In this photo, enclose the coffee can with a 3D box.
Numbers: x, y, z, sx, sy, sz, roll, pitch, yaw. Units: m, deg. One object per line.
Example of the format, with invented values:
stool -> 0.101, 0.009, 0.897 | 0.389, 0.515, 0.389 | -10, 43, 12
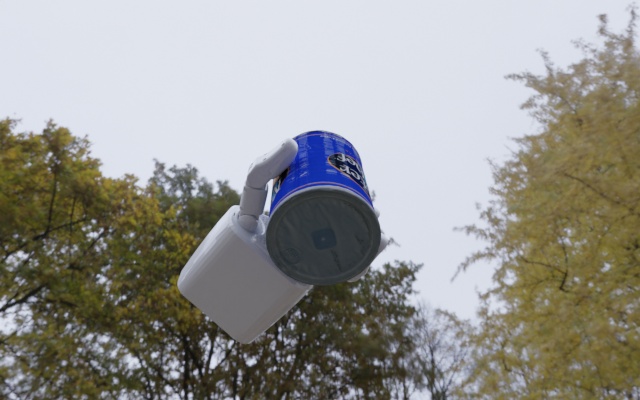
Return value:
coffee can -> 0.000, 0.001, 0.481 | 0.103, 0.103, 0.140 | 0, 29, -2
